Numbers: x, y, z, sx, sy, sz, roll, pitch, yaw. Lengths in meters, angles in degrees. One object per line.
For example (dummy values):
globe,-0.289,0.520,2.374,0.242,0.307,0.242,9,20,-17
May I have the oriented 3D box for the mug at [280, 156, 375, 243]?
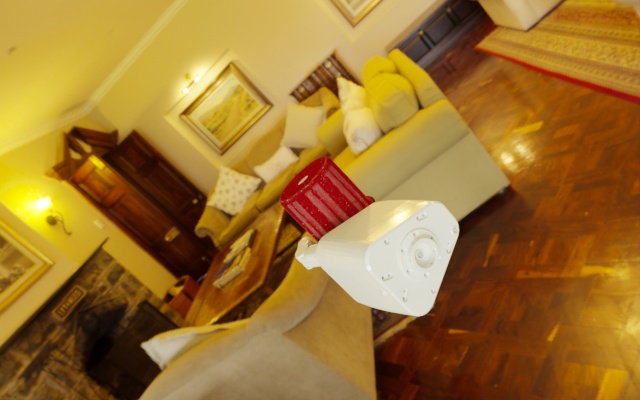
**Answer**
mug,-0.001,0.002,0.592,0.081,0.093,0.117,46,-21,-17
